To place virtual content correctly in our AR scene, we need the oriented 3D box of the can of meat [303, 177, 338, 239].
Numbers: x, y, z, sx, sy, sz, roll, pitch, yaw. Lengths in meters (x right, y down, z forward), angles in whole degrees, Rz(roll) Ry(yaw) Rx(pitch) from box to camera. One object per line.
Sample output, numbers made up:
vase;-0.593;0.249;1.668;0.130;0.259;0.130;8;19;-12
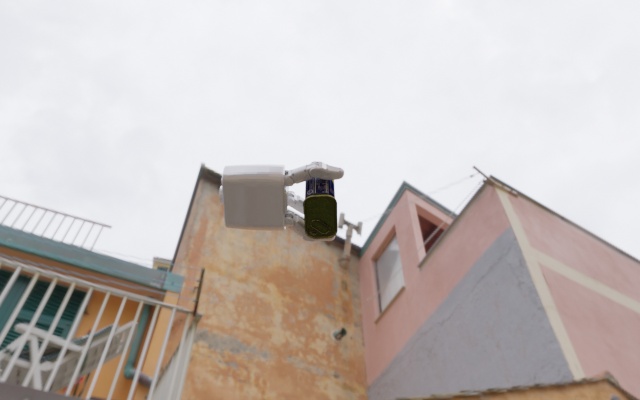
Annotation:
can of meat;0.000;0.002;0.842;0.057;0.102;0.083;-2;42;1
